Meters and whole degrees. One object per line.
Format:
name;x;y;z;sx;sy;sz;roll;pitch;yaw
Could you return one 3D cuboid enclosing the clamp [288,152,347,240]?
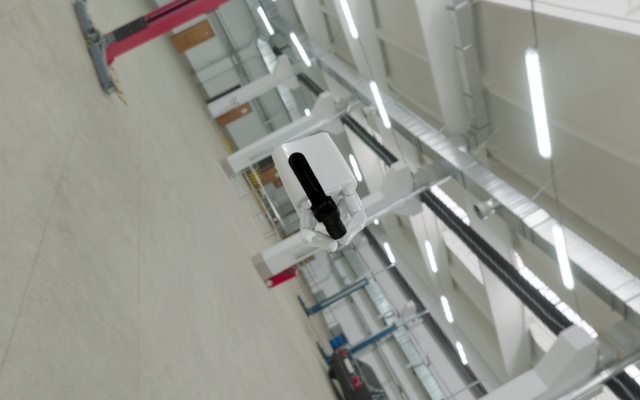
clamp;0.001;0.002;0.695;0.039;0.120;0.171;-25;-20;-2
